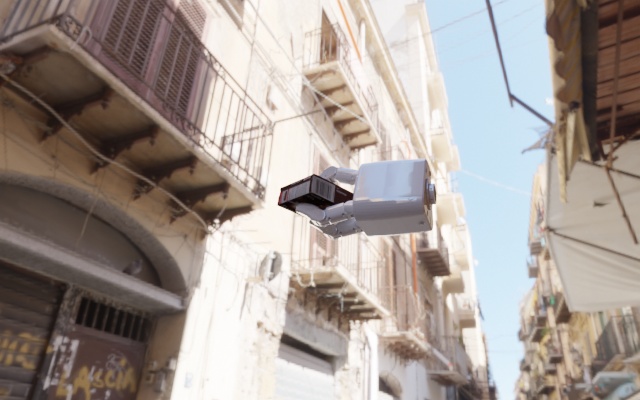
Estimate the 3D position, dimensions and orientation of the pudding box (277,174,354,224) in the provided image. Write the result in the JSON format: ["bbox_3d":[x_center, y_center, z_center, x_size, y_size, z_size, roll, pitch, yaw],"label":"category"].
[{"bbox_3d":[0.000,0.002,0.789,0.113,0.039,0.090,27,-31,-33],"label":"pudding box"}]
